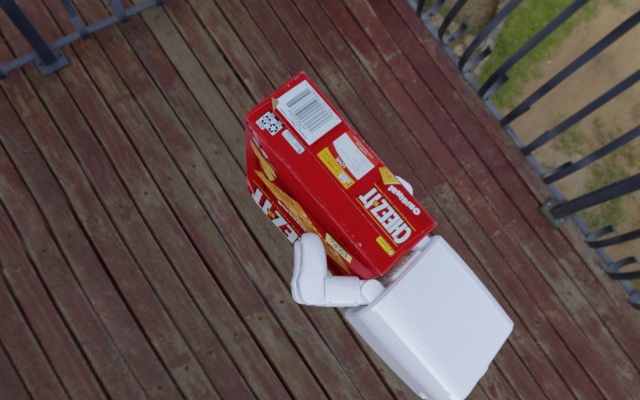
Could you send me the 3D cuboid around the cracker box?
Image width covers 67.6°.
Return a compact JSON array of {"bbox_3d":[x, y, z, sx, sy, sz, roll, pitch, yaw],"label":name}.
[{"bbox_3d":[0.000,0.001,0.463,0.072,0.164,0.214,-40,-5,-15],"label":"cracker box"}]
